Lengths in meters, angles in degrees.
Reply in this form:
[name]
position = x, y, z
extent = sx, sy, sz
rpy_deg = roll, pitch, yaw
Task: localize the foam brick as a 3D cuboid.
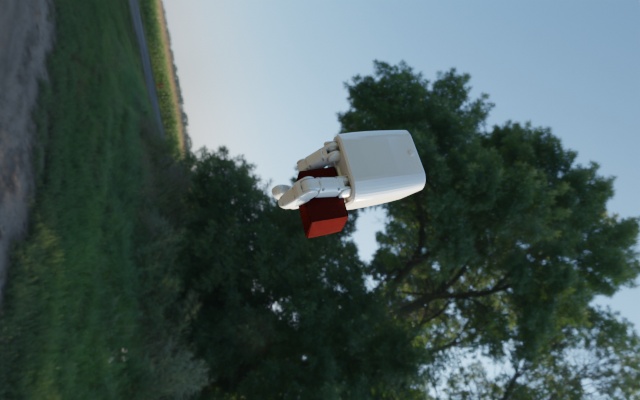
[foam brick]
position = 0.000, 0.002, 0.640
extent = 0.051, 0.078, 0.053
rpy_deg = -8, -24, -15
